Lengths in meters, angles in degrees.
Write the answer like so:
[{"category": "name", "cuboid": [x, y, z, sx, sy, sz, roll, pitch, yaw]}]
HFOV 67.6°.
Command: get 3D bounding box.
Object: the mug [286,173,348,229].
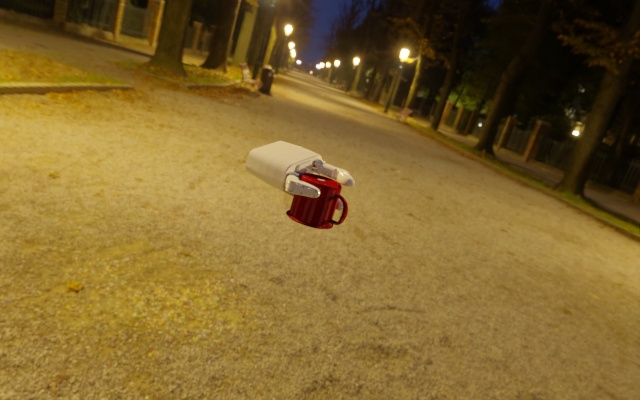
[{"category": "mug", "cuboid": [0.001, 0.003, 0.887, 0.117, 0.081, 0.093, 26, 16, 31]}]
